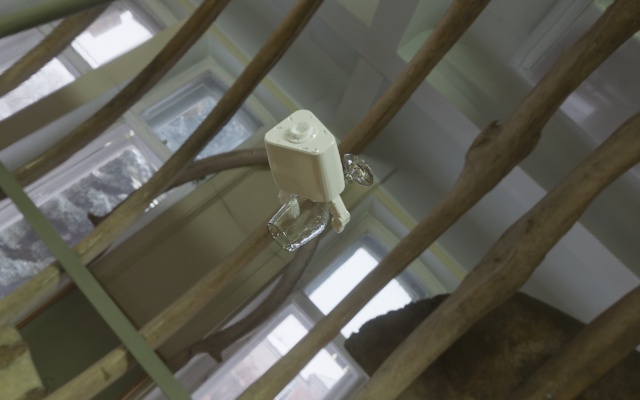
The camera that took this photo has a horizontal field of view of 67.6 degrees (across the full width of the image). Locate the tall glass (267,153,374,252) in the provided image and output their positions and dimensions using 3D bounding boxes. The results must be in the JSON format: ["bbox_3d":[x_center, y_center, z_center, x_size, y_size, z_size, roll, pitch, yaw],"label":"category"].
[{"bbox_3d":[0.001,0.002,0.837,0.201,0.079,0.079,-41,19,-23],"label":"tall glass"}]
